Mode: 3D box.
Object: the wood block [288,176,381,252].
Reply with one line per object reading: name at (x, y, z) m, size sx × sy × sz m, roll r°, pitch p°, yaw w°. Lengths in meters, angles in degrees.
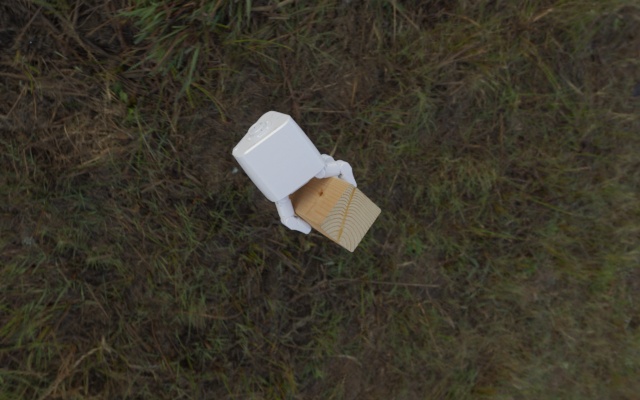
wood block at (0.000, 0.003, 0.873) m, size 0.090 × 0.091 × 0.206 m, roll 40°, pitch -6°, yaw -34°
